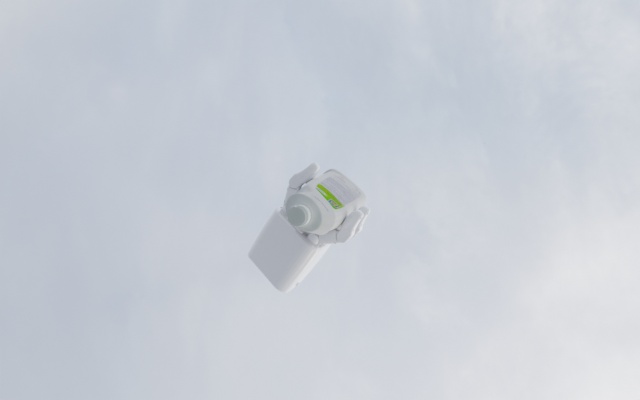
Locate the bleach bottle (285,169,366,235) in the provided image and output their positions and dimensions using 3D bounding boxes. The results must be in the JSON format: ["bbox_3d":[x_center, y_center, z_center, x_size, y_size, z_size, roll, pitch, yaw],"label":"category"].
[{"bbox_3d":[0.000,0.003,0.789,0.102,0.068,0.251,39,17,11],"label":"bleach bottle"}]
